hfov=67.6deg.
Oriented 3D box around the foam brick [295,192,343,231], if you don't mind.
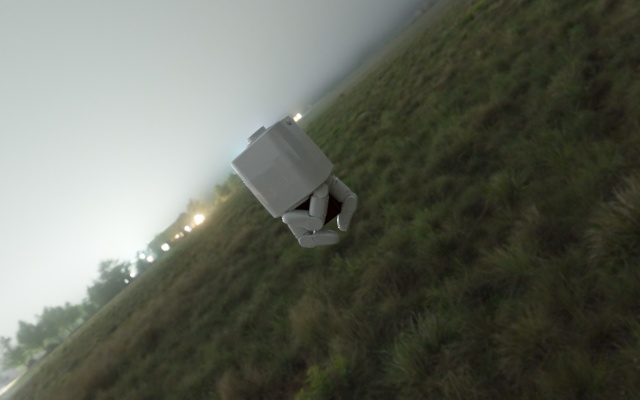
[{"bbox_3d":[0.000,0.002,0.743,0.053,0.051,0.078,-38,9,17],"label":"foam brick"}]
